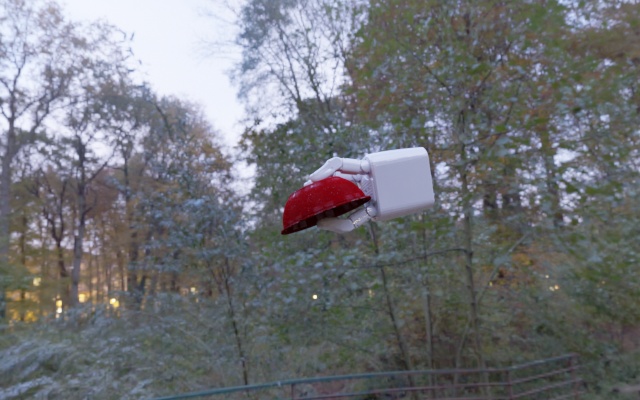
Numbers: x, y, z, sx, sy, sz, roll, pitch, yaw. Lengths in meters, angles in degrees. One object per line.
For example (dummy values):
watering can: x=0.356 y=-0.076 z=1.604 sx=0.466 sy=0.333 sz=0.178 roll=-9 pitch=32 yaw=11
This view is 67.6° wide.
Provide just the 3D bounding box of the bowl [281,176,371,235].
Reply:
bowl: x=-0.001 y=0.003 z=0.792 sx=0.162 sy=0.055 sz=0.162 roll=-22 pitch=-8 yaw=-3
